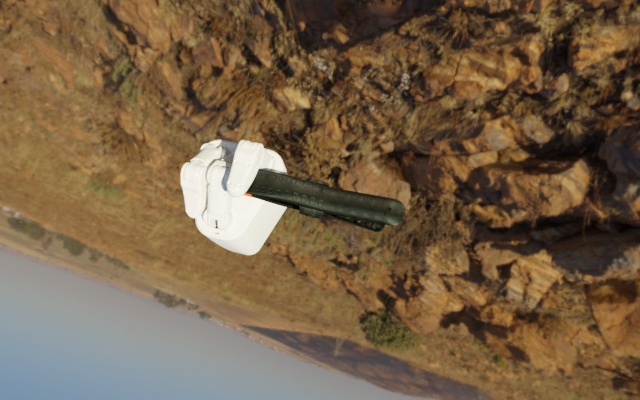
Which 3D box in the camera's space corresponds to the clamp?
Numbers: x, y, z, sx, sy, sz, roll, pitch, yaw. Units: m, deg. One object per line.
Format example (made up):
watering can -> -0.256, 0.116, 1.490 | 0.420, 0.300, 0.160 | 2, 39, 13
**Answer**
clamp -> 0.000, 0.002, 0.495 | 0.171, 0.039, 0.120 | 16, -13, 9
